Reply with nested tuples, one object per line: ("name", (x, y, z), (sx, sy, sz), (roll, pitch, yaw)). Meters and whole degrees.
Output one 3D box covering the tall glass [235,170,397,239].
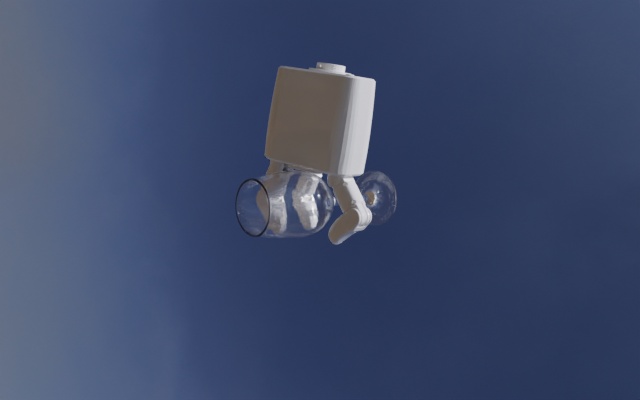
("tall glass", (0.001, 0.002, 0.566), (0.201, 0.079, 0.079), (-5, 3, -44))
